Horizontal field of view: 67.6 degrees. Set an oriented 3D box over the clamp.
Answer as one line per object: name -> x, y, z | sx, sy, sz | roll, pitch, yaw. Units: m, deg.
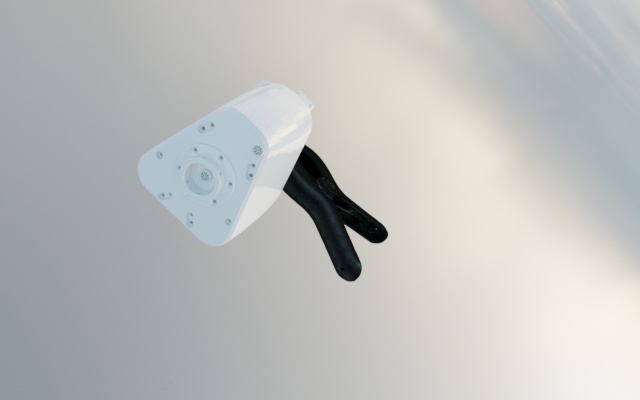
clamp -> 0.000, 0.001, 0.478 | 0.039, 0.171, 0.120 | -43, 5, 21
